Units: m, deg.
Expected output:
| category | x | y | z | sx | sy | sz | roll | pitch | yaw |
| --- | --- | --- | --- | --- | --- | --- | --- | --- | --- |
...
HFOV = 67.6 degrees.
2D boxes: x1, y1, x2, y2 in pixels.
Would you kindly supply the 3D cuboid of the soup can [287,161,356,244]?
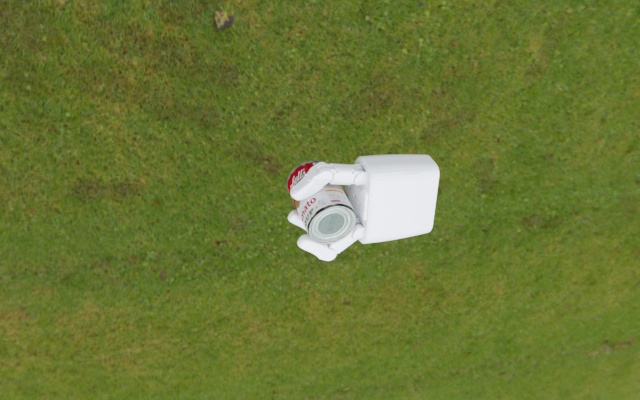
| category | x | y | z | sx | sy | sz | roll | pitch | yaw |
| --- | --- | --- | --- | --- | --- | --- | --- | --- | --- |
| soup can | 0.000 | 0.002 | 0.645 | 0.068 | 0.068 | 0.102 | 0 | 37 | -23 |
